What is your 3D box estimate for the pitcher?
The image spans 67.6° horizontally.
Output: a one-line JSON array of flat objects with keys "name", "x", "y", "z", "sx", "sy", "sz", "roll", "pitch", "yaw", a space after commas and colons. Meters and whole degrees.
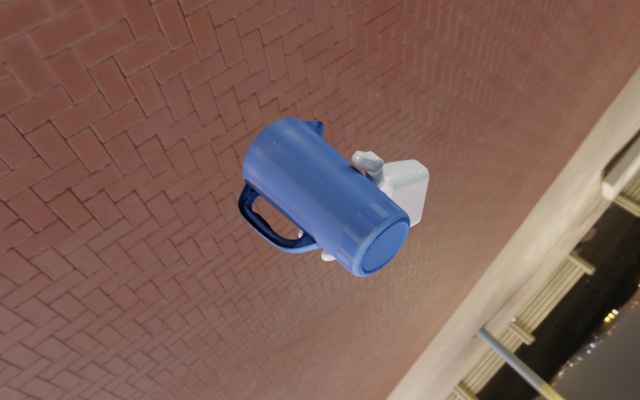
[{"name": "pitcher", "x": 0.000, "y": 0.002, "z": 0.686, "sx": 0.145, "sy": 0.149, "sz": 0.242, "roll": -15, "pitch": 46, "yaw": -42}]
